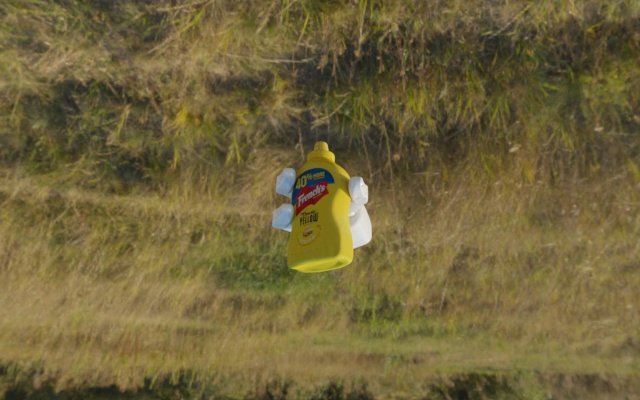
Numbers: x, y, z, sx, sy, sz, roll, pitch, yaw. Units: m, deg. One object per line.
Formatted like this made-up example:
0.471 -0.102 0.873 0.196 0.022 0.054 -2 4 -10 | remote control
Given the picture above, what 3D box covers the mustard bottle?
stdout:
0.000 0.002 0.687 0.096 0.191 0.058 -18 -30 37 | mustard bottle
